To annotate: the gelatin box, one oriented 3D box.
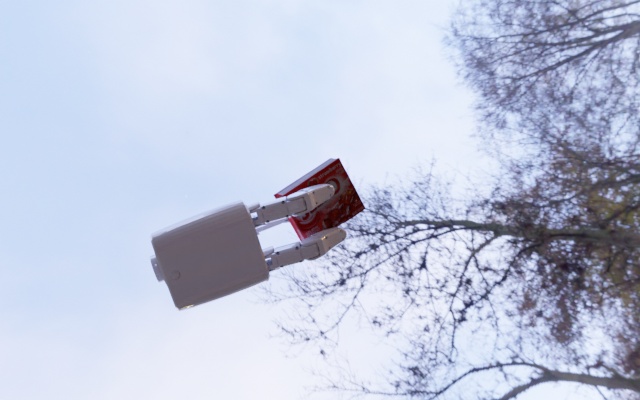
[{"bbox_3d":[0.000,0.002,0.574,0.089,0.073,0.030,-34,17,-17],"label":"gelatin box"}]
